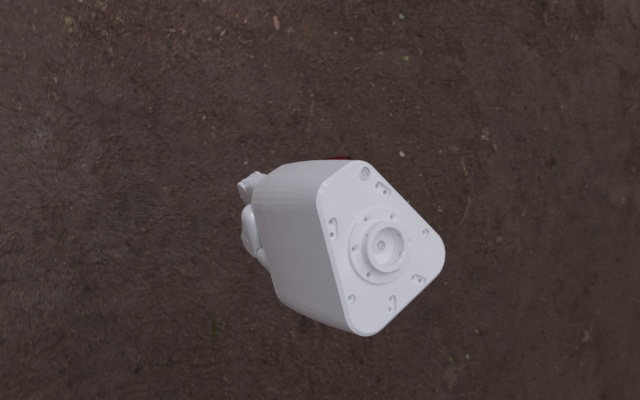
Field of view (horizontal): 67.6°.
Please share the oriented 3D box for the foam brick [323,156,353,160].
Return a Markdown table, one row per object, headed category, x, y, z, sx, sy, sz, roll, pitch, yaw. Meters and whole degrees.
| category | x | y | z | sx | sy | sz | roll | pitch | yaw |
| --- | --- | --- | --- | --- | --- | --- | --- | --- | --- |
| foam brick | 0.000 | 0.001 | 0.435 | 0.078 | 0.053 | 0.051 | -37 | 17 | -23 |
